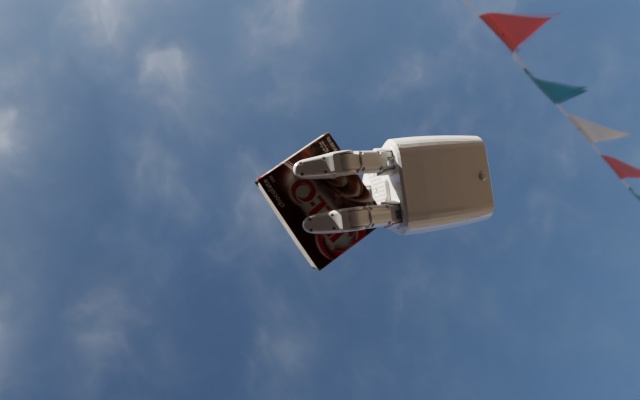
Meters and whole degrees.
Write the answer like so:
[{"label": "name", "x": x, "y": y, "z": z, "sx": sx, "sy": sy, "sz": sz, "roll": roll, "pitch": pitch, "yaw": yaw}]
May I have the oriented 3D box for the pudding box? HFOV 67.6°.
[{"label": "pudding box", "x": 0.000, "y": 0.002, "z": 0.494, "sx": 0.090, "sy": 0.113, "sz": 0.039, "roll": -36, "pitch": 3, "yaw": -15}]
